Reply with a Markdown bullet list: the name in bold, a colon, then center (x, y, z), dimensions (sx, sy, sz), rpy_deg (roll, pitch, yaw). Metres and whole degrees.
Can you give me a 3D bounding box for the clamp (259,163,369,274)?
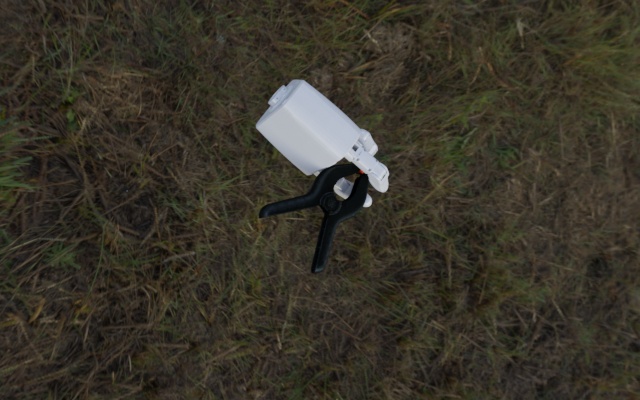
- **clamp**: center (0.000, 0.002, 0.667), dimensions (0.120, 0.171, 0.039), rpy_deg (40, -13, -18)
